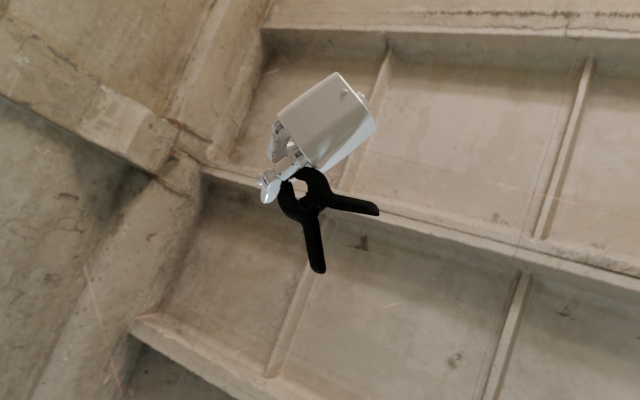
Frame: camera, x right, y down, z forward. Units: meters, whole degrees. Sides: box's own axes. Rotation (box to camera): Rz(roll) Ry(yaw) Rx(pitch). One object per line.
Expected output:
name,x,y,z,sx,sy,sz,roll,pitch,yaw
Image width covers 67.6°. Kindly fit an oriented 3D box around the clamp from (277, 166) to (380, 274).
clamp,0.000,0.002,0.662,0.120,0.171,0.039,-37,-26,6
